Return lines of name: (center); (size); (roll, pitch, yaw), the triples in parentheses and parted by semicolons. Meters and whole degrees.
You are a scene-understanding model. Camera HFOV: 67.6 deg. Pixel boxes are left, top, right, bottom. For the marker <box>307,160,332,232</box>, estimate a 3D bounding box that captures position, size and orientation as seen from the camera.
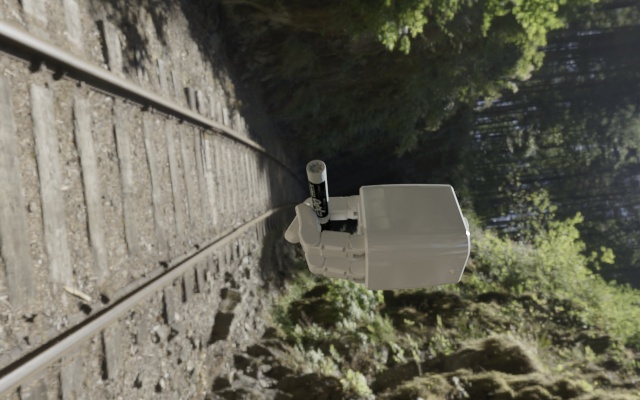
marker: (0.000, 0.002, 0.514); (0.020, 0.020, 0.121); (0, -35, 5)
